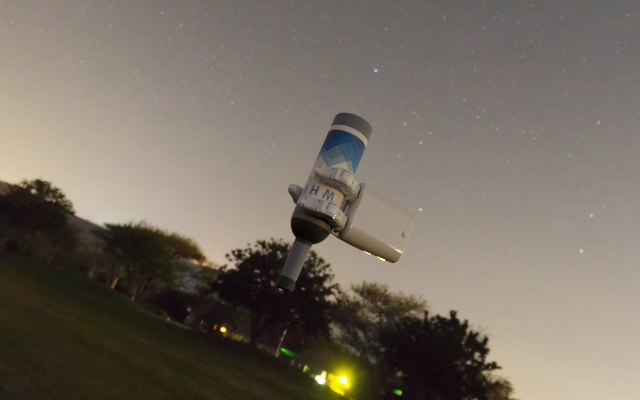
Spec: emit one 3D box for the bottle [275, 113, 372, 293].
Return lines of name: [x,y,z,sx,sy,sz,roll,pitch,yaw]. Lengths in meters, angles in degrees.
bottle: [0.000,0.002,0.752,0.069,0.295,0.069,21,-17,7]
